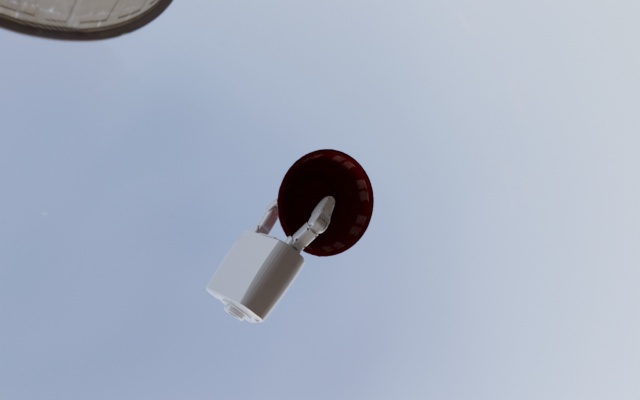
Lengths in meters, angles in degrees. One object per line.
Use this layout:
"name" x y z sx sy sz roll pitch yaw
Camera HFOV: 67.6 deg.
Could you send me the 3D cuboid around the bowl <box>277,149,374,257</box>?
"bowl" 0.001 0.002 0.734 0.162 0.162 0.055 0 4 -26
